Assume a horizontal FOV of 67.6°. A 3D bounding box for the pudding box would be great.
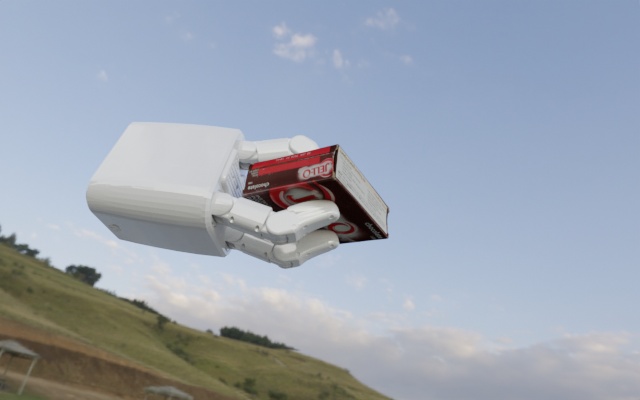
[{"bbox_3d":[0.000,0.001,0.427,0.090,0.039,0.113,-9,-31,29],"label":"pudding box"}]
